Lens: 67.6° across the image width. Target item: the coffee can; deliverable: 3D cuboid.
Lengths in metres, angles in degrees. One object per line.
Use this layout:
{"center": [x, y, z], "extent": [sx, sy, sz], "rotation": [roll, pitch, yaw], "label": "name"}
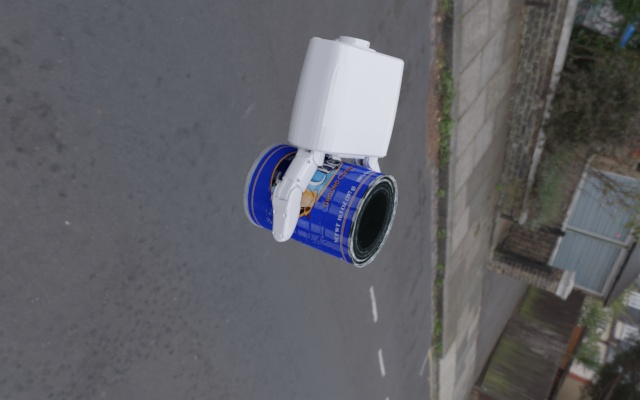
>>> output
{"center": [0.000, 0.002, 0.531], "extent": [0.140, 0.103, 0.103], "rotation": [19, 9, 29], "label": "coffee can"}
